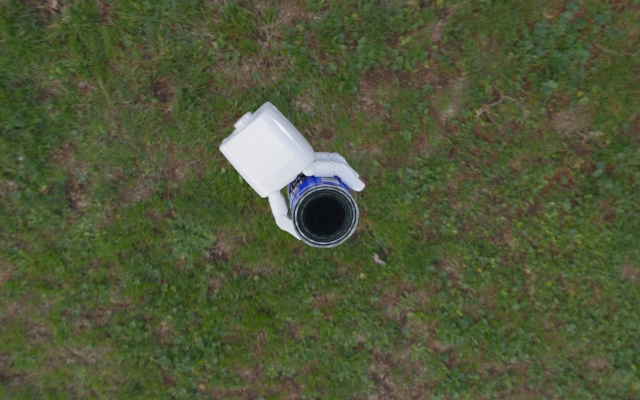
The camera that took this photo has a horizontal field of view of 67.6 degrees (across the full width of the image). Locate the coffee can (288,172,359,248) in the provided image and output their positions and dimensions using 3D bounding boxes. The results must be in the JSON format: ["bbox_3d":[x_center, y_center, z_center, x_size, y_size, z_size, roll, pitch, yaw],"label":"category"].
[{"bbox_3d":[0.000,0.003,0.782,0.103,0.103,0.140,0,19,-6],"label":"coffee can"}]
